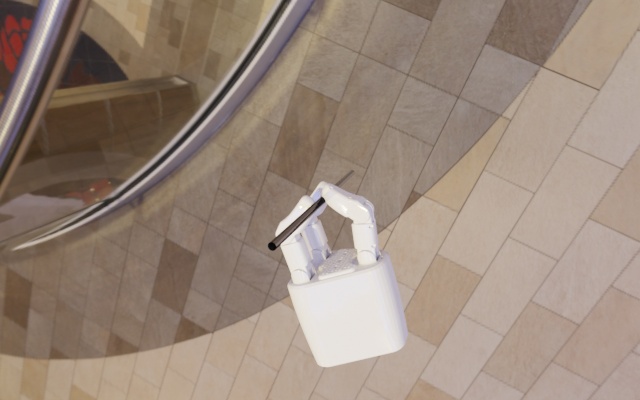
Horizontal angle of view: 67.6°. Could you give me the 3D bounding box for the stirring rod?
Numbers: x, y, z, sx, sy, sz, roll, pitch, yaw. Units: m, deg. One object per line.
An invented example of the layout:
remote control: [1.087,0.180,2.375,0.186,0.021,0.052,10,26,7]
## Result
stirring rod: [0.000,0.002,0.510,0.011,0.011,0.239,0,18,21]
